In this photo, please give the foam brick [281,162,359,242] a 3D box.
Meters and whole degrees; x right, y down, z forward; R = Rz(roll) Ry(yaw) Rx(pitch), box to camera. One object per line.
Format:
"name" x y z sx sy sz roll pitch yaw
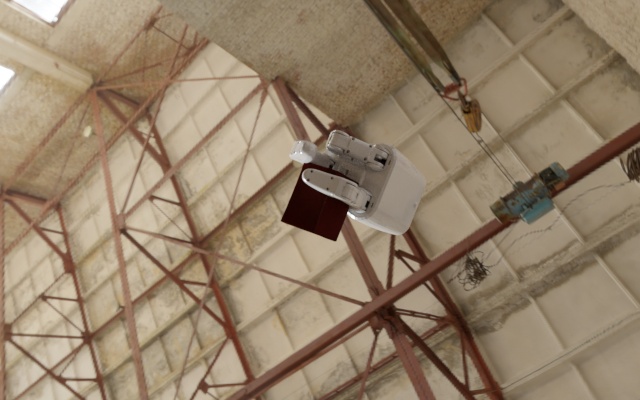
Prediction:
"foam brick" 0.000 0.002 0.562 0.053 0.078 0.051 20 -4 37
